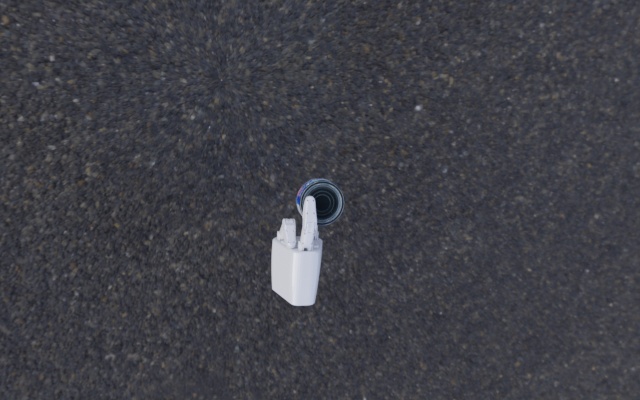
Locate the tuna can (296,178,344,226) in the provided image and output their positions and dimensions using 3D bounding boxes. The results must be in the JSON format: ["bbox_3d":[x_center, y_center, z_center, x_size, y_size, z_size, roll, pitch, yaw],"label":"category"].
[{"bbox_3d":[0.000,0.003,0.880,0.086,0.086,0.033,0,8,-12],"label":"tuna can"}]
